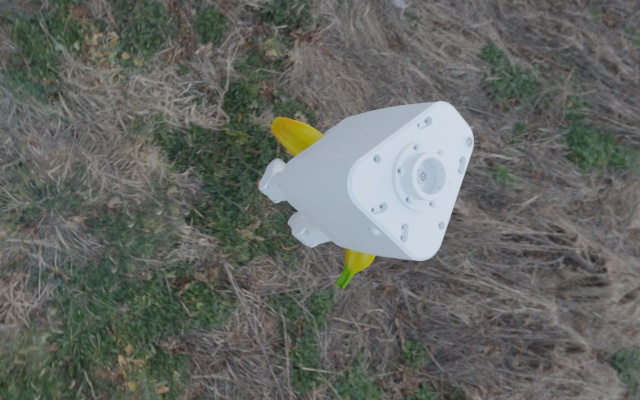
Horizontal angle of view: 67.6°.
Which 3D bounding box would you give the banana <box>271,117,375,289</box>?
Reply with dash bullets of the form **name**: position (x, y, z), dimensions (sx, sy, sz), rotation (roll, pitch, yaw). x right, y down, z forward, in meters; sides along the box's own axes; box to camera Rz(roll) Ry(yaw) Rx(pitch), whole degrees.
- **banana**: position (0.017, -0.004, 0.493), dimensions (0.069, 0.198, 0.037), rotation (-28, 17, -19)
